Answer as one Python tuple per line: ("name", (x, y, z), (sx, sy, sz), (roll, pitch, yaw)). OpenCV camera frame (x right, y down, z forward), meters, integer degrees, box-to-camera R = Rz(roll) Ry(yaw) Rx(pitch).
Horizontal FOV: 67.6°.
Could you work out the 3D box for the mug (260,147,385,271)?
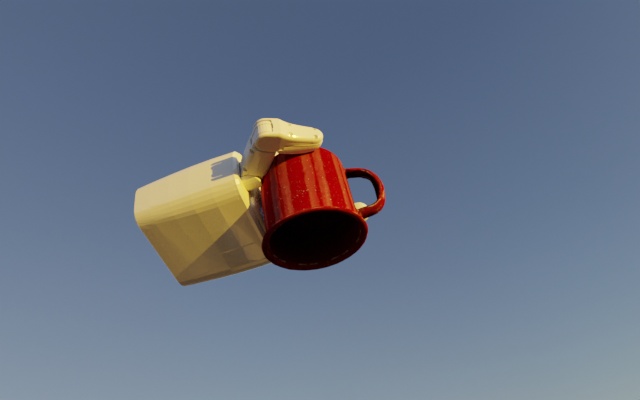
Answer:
("mug", (0.001, 0.001, 0.434), (0.117, 0.081, 0.093), (-17, -39, 5))
